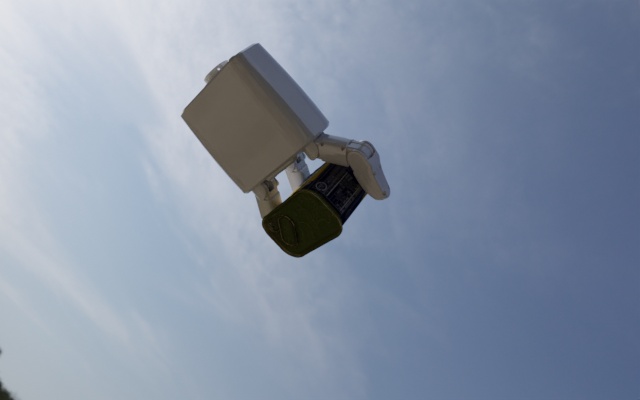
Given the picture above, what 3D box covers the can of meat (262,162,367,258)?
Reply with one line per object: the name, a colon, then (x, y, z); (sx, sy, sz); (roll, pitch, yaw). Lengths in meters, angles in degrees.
can of meat: (0.000, 0.001, 0.487); (0.102, 0.057, 0.084); (-35, 10, 50)
